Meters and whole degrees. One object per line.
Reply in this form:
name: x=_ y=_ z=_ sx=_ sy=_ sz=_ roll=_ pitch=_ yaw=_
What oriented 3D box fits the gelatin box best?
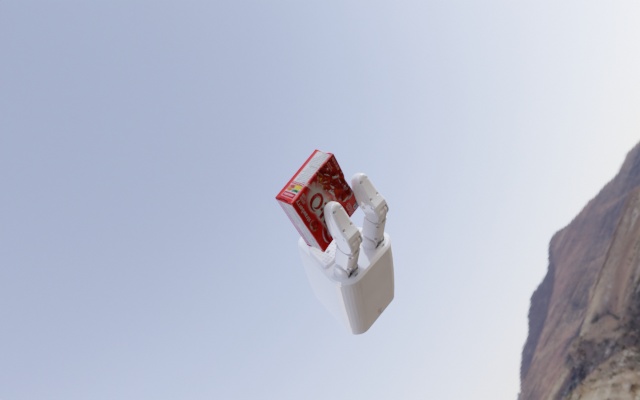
gelatin box: x=0.000 y=0.001 z=0.518 sx=0.030 sy=0.073 sz=0.089 roll=20 pitch=-28 yaw=40
